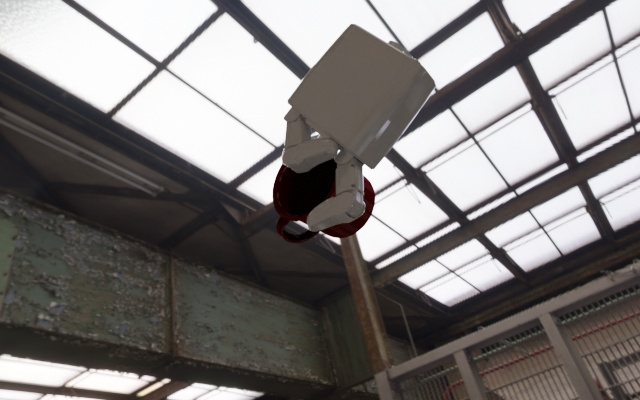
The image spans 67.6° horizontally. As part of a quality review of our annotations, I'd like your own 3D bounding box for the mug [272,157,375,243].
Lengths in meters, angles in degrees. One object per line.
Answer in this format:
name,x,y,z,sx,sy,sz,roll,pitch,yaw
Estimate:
mug,-0.001,0.003,0.532,0.081,0.117,0.093,31,11,-45
